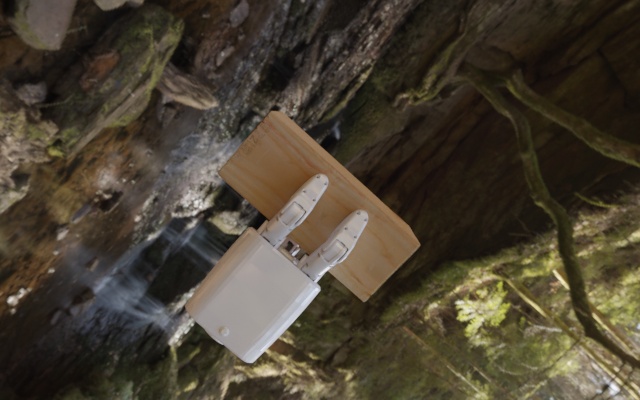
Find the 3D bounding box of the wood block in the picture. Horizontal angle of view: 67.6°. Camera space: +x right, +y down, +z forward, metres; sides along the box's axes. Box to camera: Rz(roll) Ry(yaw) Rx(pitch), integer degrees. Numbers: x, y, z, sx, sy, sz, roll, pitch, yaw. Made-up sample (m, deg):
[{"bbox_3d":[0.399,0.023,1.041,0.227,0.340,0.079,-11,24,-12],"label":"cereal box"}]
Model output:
[{"bbox_3d":[0.000,0.002,0.535,0.206,0.090,0.091,42,8,-5],"label":"wood block"}]
